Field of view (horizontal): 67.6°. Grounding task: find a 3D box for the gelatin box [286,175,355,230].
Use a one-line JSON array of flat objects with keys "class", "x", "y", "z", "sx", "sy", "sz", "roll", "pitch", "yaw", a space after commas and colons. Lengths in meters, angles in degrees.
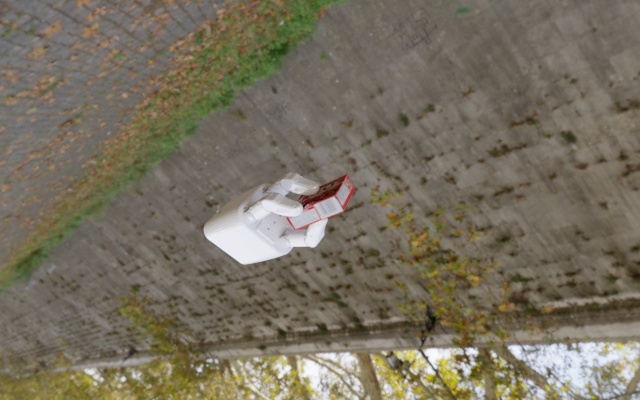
[{"class": "gelatin box", "x": 0.001, "y": 0.003, "z": 0.707, "sx": 0.089, "sy": 0.030, "sz": 0.073, "roll": -23, "pitch": 18, "yaw": 28}]
